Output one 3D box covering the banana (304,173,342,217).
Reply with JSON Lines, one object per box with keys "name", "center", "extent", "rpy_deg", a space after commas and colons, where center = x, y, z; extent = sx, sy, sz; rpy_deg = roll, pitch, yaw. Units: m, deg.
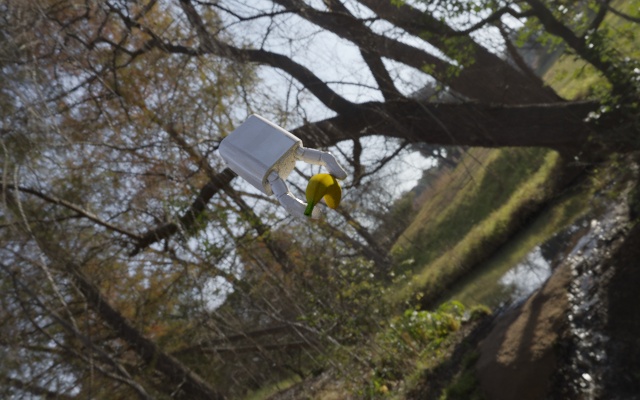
{"name": "banana", "center": [0.006, -0.014, 0.833], "extent": [0.037, 0.069, 0.198], "rpy_deg": [24, 8, 14]}
